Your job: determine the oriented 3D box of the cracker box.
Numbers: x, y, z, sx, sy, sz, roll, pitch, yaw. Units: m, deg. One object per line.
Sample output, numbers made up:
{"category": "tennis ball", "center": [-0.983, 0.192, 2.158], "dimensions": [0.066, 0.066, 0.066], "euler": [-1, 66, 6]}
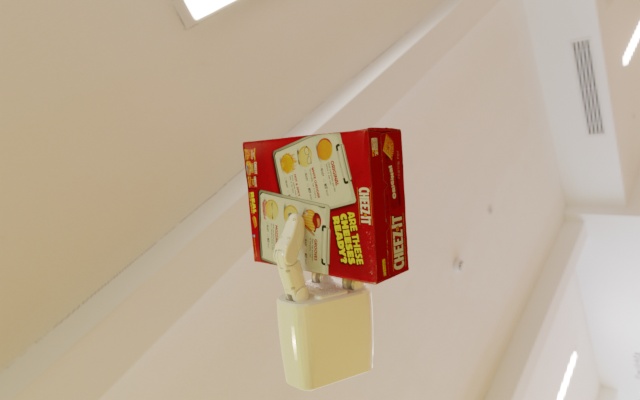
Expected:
{"category": "cracker box", "center": [0.000, 0.002, 0.584], "dimensions": [0.213, 0.164, 0.072], "euler": [2, 9, 45]}
